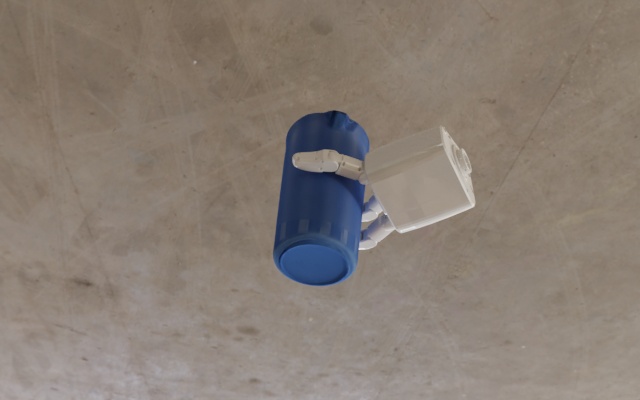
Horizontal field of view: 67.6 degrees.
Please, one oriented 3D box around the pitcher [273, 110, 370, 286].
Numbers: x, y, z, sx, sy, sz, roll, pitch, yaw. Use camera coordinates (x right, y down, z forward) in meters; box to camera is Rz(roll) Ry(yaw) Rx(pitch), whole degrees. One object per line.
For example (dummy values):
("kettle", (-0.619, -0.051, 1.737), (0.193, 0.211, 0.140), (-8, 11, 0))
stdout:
("pitcher", (0.000, 0.002, 0.687), (0.145, 0.242, 0.149), (-19, -49, 24))
